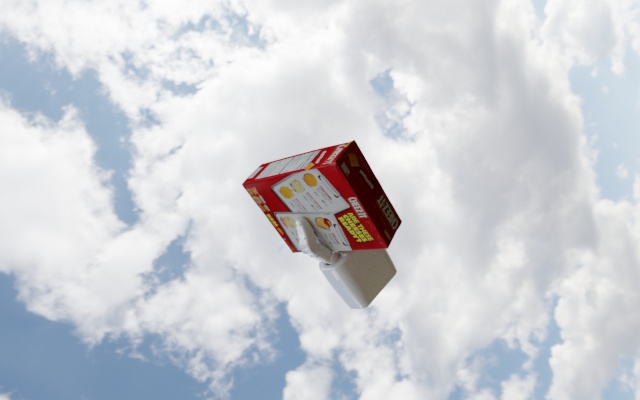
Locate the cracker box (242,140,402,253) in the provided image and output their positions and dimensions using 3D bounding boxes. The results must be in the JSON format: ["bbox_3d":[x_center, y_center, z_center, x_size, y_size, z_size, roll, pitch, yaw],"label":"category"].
[{"bbox_3d":[0.000,0.003,0.772,0.214,0.164,0.072,-9,34,43],"label":"cracker box"}]
